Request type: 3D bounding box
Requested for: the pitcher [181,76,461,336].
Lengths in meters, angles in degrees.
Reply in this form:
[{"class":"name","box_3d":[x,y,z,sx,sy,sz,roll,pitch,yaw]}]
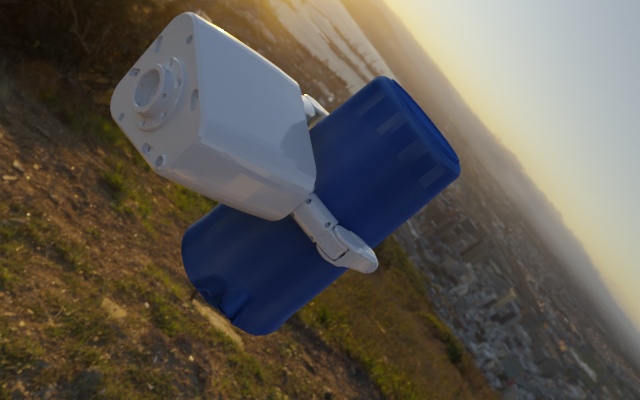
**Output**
[{"class":"pitcher","box_3d":[0.000,0.001,0.444,0.243,0.149,0.145,-39,-34,20]}]
